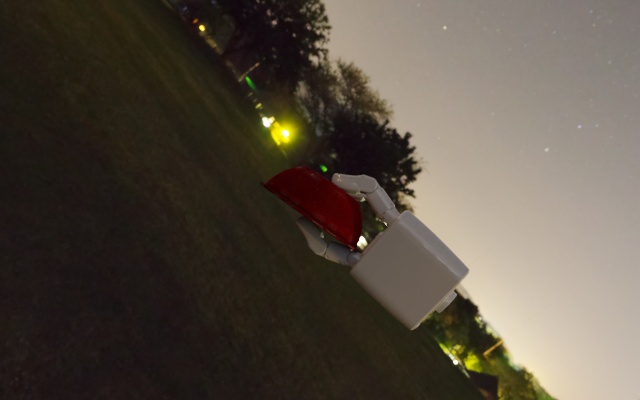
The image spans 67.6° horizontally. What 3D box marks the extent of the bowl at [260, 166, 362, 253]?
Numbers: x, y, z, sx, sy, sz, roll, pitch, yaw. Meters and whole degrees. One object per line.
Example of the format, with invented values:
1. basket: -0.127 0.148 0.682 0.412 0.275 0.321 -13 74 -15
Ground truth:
1. bowl: -0.001 0.001 0.637 0.162 0.055 0.162 35 -2 1
